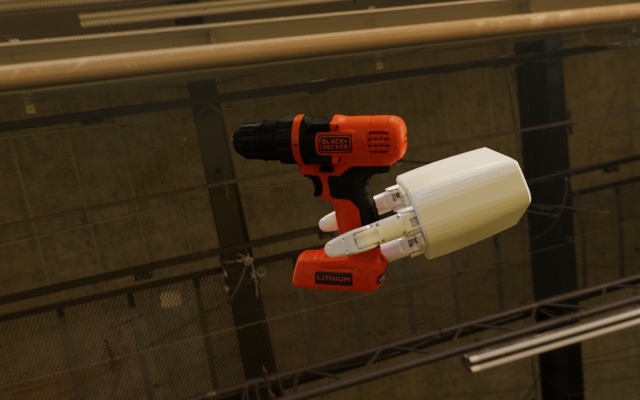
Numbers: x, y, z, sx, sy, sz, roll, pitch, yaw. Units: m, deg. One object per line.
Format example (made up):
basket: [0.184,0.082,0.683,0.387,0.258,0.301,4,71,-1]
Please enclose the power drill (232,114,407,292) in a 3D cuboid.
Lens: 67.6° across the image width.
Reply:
power drill: [0.000,0.002,0.511,0.184,0.188,0.057,1,20,17]
